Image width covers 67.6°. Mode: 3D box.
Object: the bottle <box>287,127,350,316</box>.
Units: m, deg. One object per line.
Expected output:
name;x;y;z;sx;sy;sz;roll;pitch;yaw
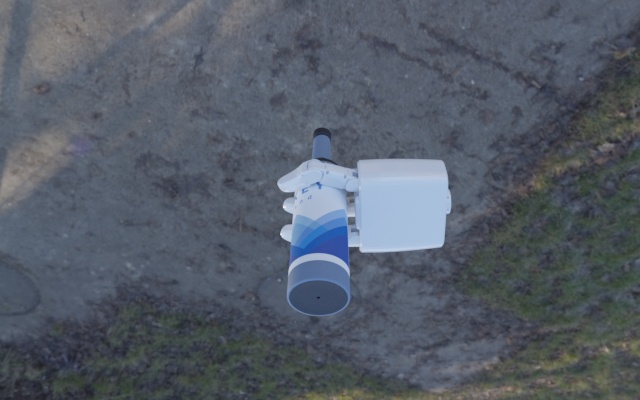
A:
bottle;0.000;0.002;0.605;0.069;0.069;0.295;0;43;1
